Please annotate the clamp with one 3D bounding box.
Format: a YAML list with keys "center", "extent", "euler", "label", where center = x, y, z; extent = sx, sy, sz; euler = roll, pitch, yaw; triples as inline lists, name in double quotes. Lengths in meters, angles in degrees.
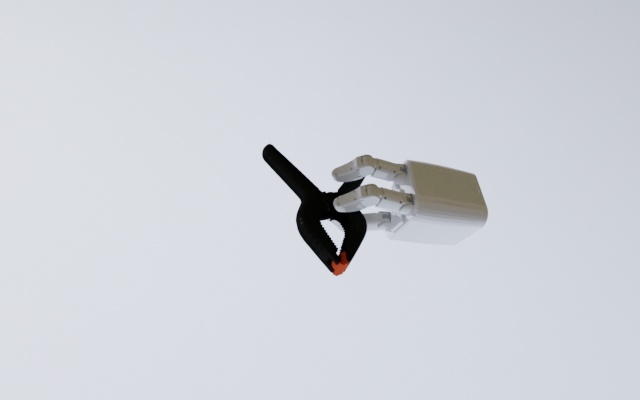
- center: [0.000, 0.003, 0.638]
  extent: [0.164, 0.209, 0.036]
  euler: [9, -42, -13]
  label: "clamp"
